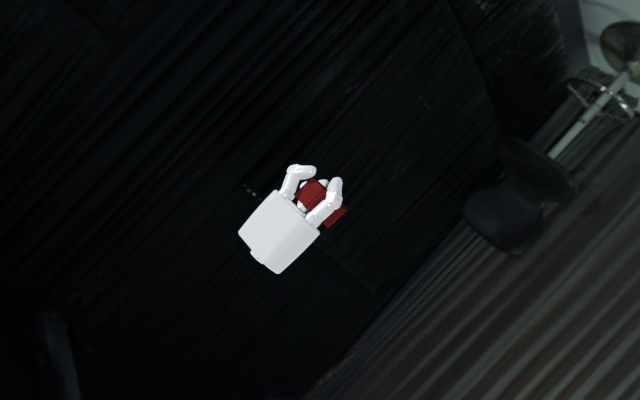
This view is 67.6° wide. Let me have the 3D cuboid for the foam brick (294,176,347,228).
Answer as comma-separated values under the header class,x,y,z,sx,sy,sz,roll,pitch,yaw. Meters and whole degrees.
class,x,y,z,sx,sy,sz,roll,pitch,yaw
foam brick,0.000,0.003,0.880,0.078,0.051,0.053,43,2,-40
